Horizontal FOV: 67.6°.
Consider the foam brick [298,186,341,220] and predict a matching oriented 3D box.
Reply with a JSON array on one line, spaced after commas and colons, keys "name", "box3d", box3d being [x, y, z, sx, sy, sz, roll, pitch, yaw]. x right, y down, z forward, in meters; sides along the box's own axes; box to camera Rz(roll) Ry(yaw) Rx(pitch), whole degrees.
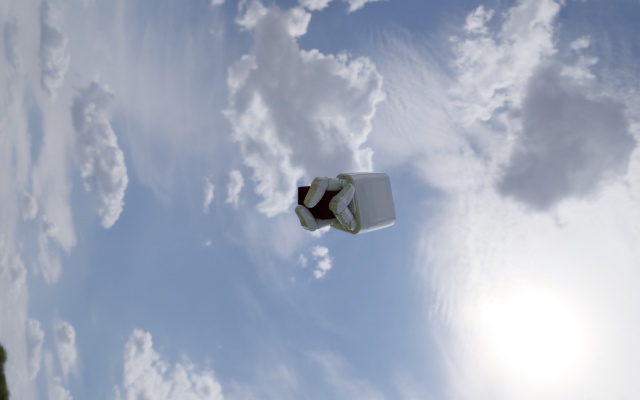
[{"name": "foam brick", "box3d": [0.000, 0.003, 0.898, 0.051, 0.053, 0.078, -7, 14, -40]}]
